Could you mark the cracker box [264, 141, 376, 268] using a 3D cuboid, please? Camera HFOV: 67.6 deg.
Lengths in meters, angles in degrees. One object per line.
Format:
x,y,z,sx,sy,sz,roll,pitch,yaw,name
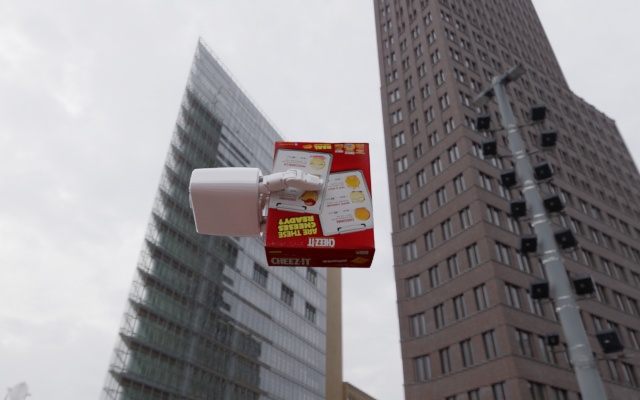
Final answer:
0.000,0.002,0.776,0.164,0.213,0.072,1,-36,0,cracker box
